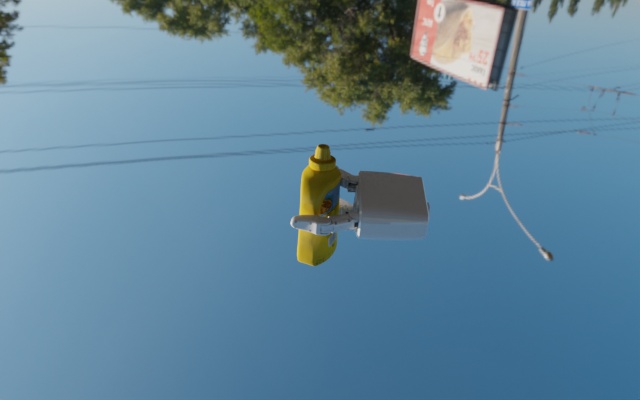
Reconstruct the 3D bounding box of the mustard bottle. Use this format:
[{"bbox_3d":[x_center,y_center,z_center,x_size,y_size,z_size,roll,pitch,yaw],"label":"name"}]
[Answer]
[{"bbox_3d":[0.000,0.003,0.758,0.058,0.192,0.096,16,31,20],"label":"mustard bottle"}]
